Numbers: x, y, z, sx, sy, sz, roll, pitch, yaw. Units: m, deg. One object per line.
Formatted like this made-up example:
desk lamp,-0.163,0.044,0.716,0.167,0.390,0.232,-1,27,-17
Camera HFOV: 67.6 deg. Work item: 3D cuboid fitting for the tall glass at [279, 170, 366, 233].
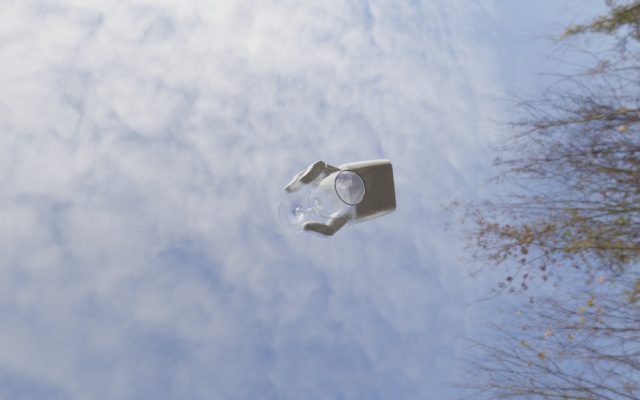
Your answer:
tall glass,0.000,0.003,0.863,0.079,0.079,0.201,0,-14,-30
